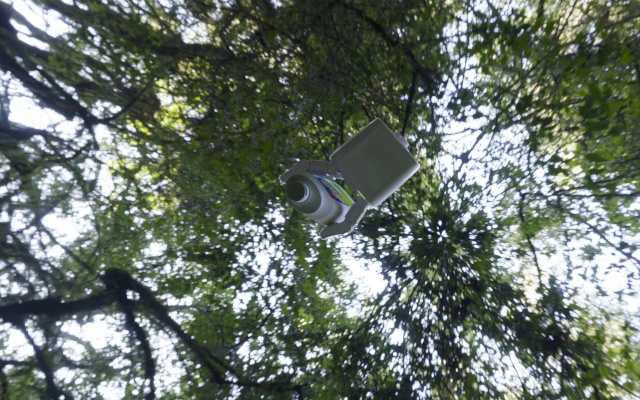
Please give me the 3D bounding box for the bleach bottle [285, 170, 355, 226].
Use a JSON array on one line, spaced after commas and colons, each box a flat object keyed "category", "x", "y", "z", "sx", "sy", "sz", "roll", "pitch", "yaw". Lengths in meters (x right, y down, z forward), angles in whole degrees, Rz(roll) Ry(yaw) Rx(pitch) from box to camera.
[{"category": "bleach bottle", "x": 0.000, "y": 0.003, "z": 0.812, "sx": 0.068, "sy": 0.102, "sz": 0.251, "roll": -41, "pitch": -12, "yaw": 8}]
